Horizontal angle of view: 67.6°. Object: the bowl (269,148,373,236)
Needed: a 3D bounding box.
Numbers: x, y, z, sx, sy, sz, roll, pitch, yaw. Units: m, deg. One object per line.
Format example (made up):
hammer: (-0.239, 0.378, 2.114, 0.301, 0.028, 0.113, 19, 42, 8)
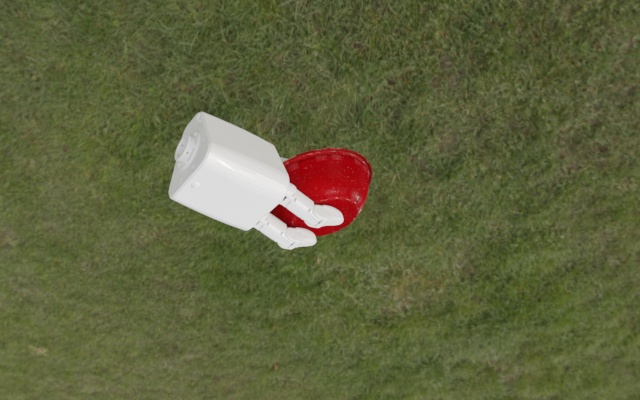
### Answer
bowl: (0.001, 0.003, 0.647, 0.162, 0.055, 0.162, -12, -33, -8)
